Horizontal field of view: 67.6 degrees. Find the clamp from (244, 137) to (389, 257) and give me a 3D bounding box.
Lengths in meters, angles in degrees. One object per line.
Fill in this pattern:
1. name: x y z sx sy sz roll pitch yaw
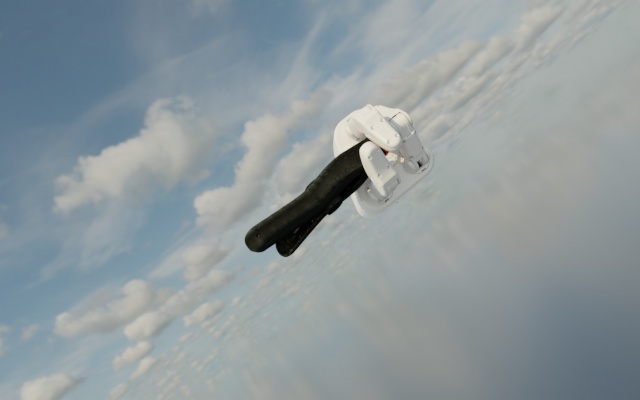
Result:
1. clamp: 0.000 0.001 0.505 0.171 0.039 0.120 -38 -8 -6
